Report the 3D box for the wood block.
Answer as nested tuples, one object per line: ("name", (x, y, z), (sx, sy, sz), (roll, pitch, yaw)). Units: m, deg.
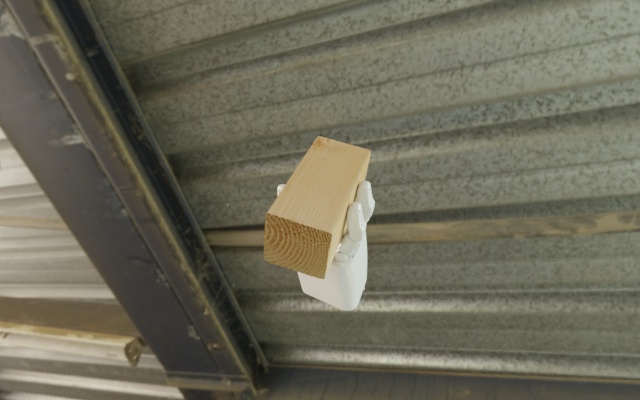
("wood block", (0.000, 0.002, 0.697), (0.091, 0.090, 0.206), (16, 40, 10))
